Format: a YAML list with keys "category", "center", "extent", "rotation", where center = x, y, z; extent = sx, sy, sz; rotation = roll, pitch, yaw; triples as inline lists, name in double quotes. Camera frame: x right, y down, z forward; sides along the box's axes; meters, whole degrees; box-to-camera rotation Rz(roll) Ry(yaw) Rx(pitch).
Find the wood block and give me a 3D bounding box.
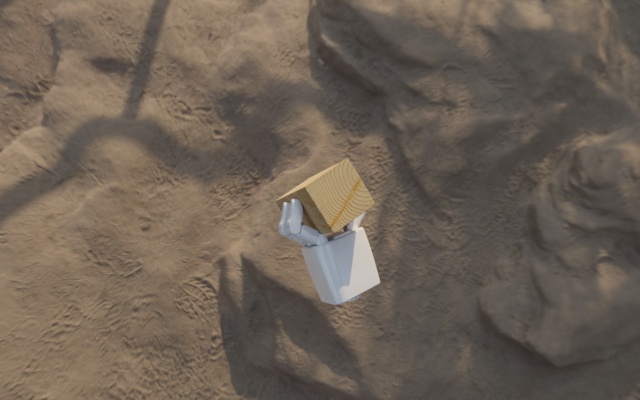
- category: "wood block"
  center: [0.001, 0.003, 0.854]
  extent: [0.091, 0.090, 0.206]
  rotation: [-34, 5, -19]
